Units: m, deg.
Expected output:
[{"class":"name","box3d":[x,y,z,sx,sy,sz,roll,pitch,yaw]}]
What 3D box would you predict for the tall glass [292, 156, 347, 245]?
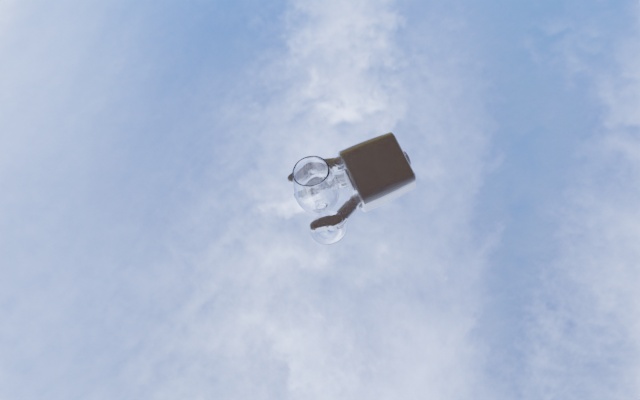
[{"class":"tall glass","box3d":[0.000,0.003,0.860,0.079,0.079,0.201,0,-31,11]}]
